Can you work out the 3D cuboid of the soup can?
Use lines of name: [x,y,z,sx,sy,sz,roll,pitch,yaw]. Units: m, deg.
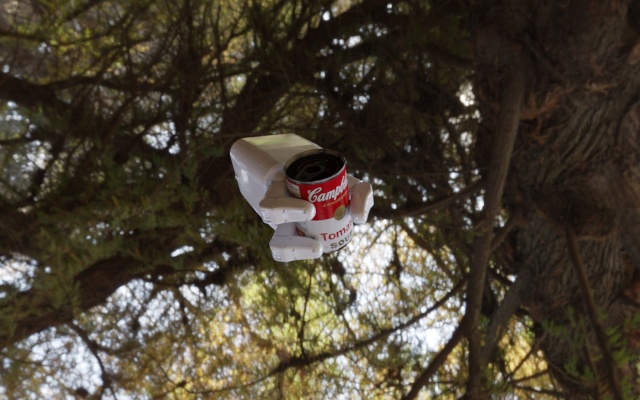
soup can: [0.001,0.002,0.545,0.068,0.102,0.068,-6,35,5]
